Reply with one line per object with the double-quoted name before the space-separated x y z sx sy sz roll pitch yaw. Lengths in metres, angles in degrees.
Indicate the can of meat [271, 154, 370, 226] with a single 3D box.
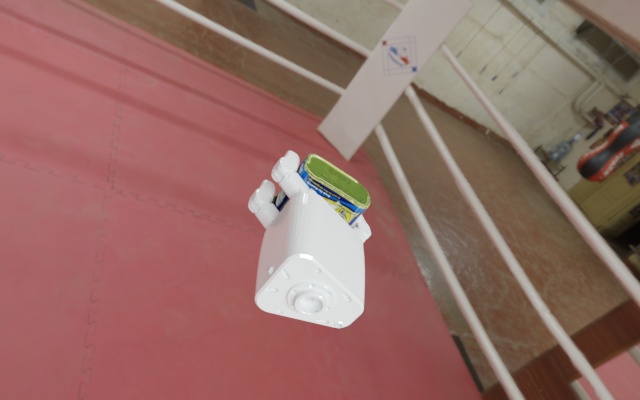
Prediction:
"can of meat" 0.000 0.002 0.605 0.102 0.084 0.057 31 31 -15
